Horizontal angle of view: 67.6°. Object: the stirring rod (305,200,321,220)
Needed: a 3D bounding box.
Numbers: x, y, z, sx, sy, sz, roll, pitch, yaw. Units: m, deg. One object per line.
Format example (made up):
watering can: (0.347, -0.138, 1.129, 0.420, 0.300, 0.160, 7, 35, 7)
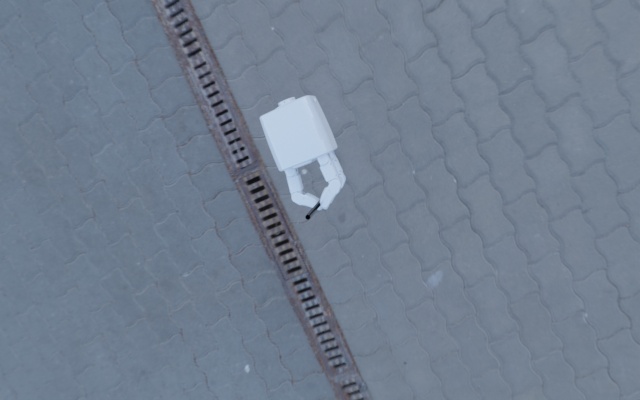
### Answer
stirring rod: (0.000, 0.003, 0.867, 0.011, 0.011, 0.239, 0, 11, 10)
